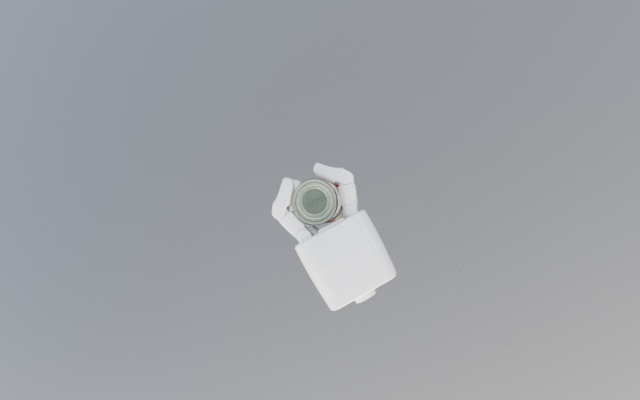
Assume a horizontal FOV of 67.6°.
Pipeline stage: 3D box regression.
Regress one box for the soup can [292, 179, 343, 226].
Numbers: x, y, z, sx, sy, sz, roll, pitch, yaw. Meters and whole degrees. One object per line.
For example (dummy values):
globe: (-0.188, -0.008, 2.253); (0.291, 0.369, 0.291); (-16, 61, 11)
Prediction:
soup can: (0.000, 0.002, 0.713); (0.068, 0.068, 0.102); (0, 0, 10)
